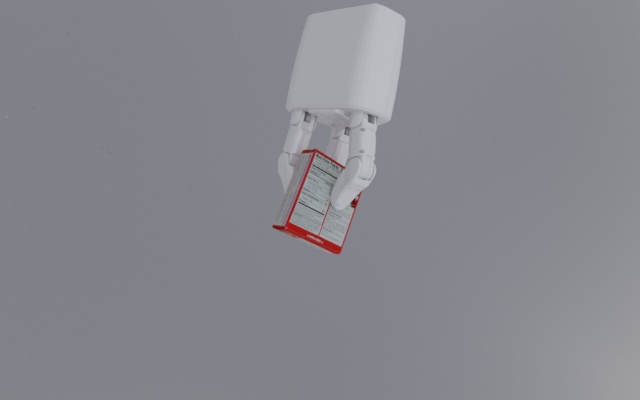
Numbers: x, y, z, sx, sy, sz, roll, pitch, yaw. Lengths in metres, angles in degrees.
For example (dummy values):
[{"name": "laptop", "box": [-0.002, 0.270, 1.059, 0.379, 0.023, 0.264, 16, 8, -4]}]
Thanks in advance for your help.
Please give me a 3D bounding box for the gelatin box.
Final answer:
[{"name": "gelatin box", "box": [0.000, 0.002, 0.494, 0.073, 0.089, 0.030, 28, -15, -32]}]
